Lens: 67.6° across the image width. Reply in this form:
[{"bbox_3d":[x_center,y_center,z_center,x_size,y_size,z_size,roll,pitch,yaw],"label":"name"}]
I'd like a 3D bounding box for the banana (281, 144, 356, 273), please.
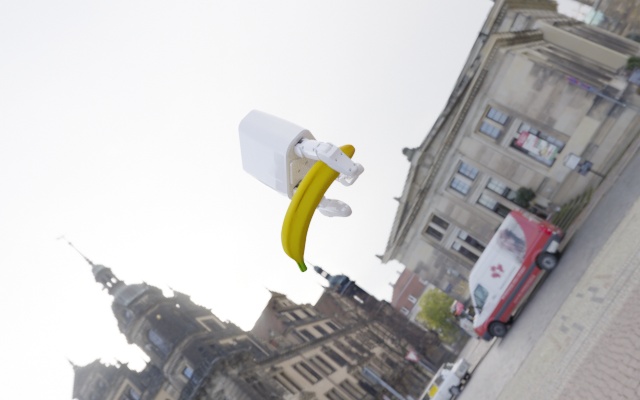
[{"bbox_3d":[-0.010,0.000,0.669,0.037,0.198,0.070,21,-5,33],"label":"banana"}]
